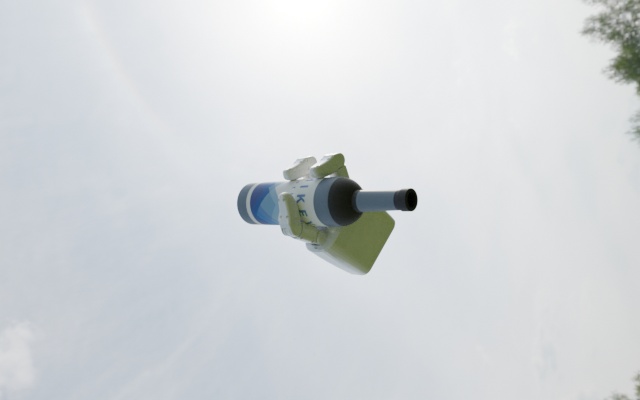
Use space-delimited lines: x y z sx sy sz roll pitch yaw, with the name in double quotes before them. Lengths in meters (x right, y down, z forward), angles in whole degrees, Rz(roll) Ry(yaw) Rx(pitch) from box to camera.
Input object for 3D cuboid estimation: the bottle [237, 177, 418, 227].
"bottle" 0.000 0.002 0.657 0.296 0.069 0.069 -2 -1 44
